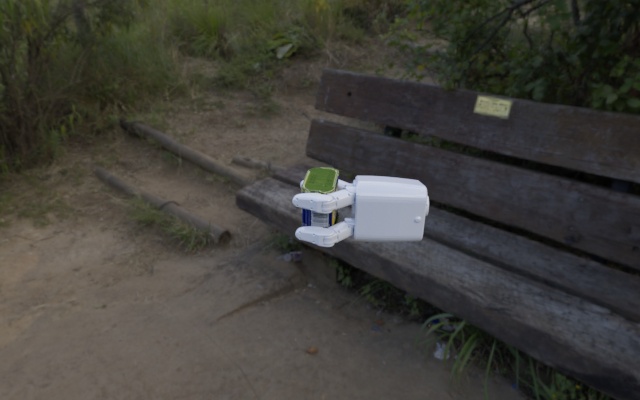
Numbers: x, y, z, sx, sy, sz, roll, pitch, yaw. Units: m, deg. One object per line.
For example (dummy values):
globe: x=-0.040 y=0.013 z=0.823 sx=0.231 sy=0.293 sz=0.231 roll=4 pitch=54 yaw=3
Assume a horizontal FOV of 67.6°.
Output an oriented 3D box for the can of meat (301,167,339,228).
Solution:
can of meat: x=0.000 y=0.002 z=0.765 sx=0.057 sy=0.084 sz=0.102 roll=4 pitch=26 yaw=6
